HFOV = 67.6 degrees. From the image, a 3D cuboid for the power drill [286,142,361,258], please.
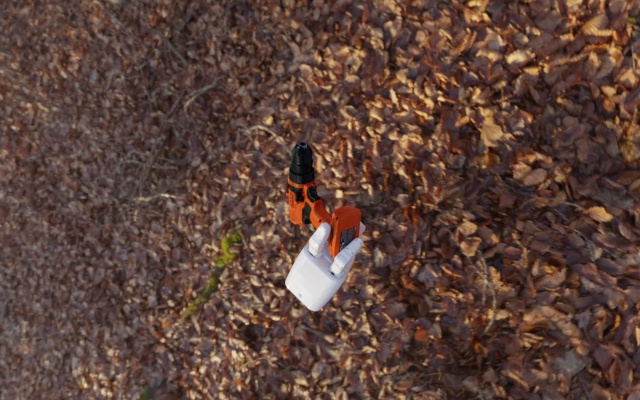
[{"bbox_3d":[0.000,0.003,0.897,0.057,0.185,0.187,-20,42,-25],"label":"power drill"}]
